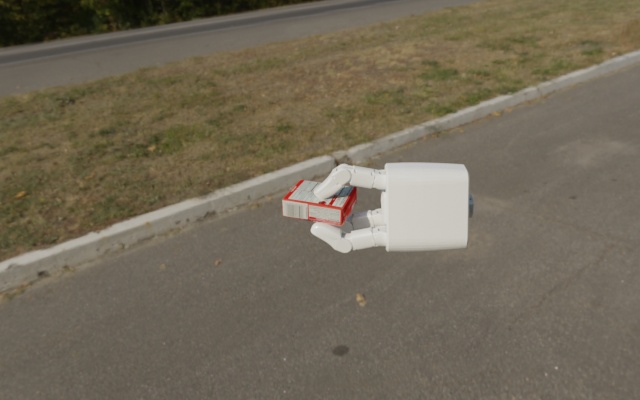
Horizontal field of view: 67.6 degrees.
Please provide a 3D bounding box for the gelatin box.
[{"bbox_3d":[0.000,0.002,0.670,0.089,0.030,0.073,9,27,15],"label":"gelatin box"}]
